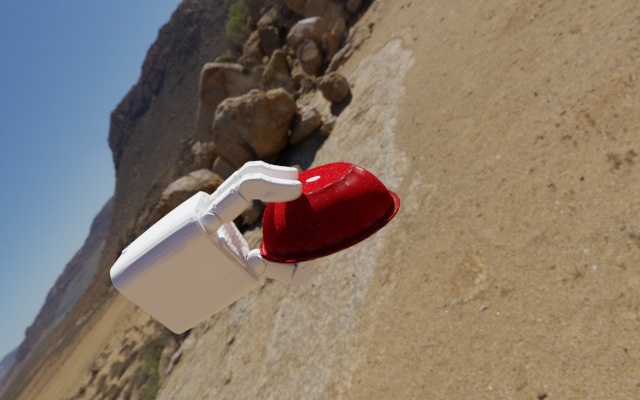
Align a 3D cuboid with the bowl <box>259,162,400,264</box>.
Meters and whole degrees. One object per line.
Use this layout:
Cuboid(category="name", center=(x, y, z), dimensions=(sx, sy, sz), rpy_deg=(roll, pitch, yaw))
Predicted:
Cuboid(category="bowl", center=(0.001, 0.001, 0.510), dimensions=(0.162, 0.055, 0.162), rpy_deg=(-19, 18, 6))
